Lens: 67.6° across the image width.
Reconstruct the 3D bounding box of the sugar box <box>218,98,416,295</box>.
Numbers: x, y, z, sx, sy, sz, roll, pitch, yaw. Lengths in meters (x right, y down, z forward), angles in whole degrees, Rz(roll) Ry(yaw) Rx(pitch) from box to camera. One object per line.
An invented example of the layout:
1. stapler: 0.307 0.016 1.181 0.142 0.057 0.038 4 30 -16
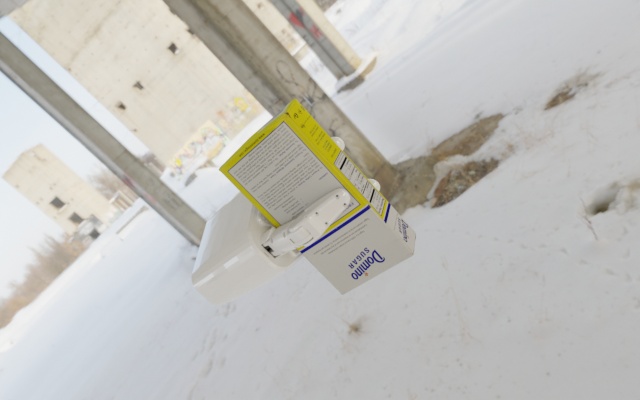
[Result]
1. sugar box: 0.000 0.001 0.454 0.093 0.176 0.048 -35 18 29
